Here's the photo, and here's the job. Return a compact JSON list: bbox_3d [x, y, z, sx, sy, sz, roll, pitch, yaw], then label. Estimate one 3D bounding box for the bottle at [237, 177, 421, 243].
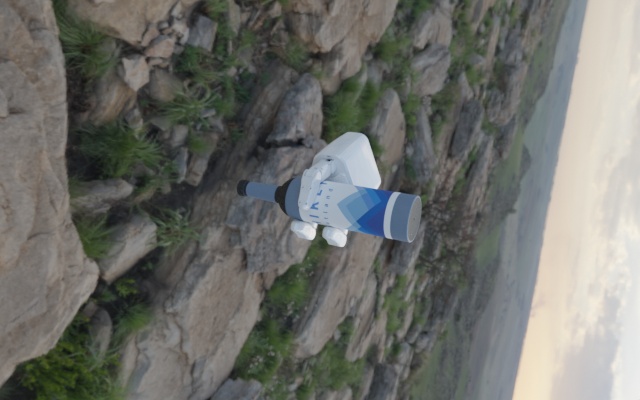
[{"bbox_3d":[0.000,0.002,0.726,0.295,0.069,0.069,10,4,25],"label":"bottle"}]
